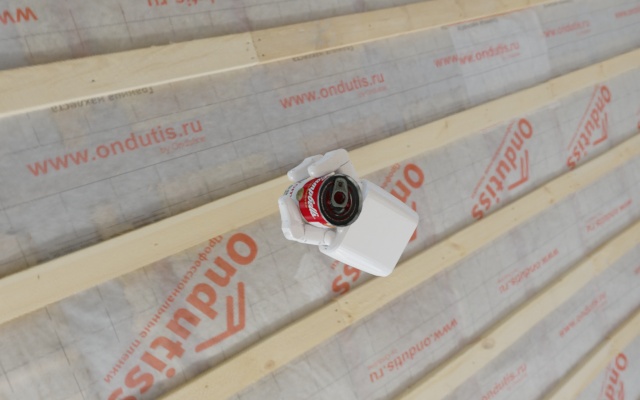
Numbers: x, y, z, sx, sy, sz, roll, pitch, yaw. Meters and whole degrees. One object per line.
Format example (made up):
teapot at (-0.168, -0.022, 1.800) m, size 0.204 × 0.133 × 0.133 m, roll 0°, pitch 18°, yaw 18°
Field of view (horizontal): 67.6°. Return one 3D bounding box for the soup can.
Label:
soup can at (0.000, 0.002, 0.640) m, size 0.068 × 0.068 × 0.102 m, roll 0°, pitch -3°, yaw -31°
